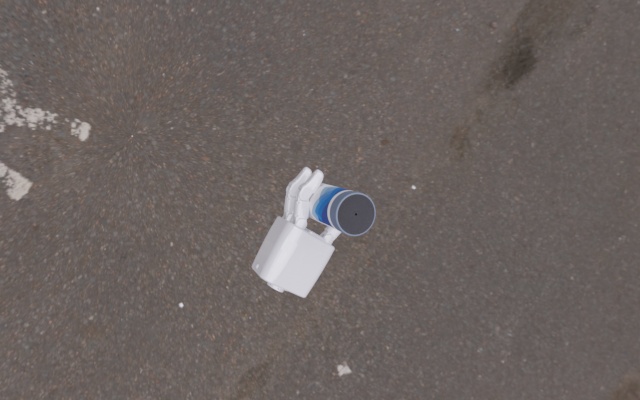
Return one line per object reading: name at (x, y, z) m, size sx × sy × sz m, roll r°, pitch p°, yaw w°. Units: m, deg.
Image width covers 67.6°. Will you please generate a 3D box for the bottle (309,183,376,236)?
bottle at (0.000, 0.003, 0.850) m, size 0.069 × 0.069 × 0.295 m, roll 0°, pitch 7°, yaw -22°
